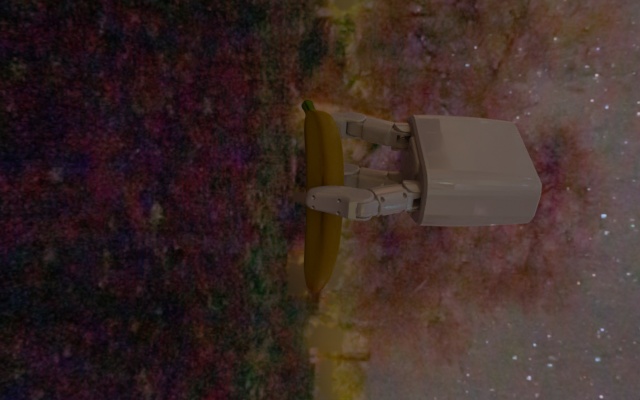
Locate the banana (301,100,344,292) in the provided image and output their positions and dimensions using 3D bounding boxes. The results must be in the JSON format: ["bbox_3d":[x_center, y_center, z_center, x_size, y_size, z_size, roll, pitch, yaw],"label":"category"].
[{"bbox_3d":[0.002,0.000,0.464,0.037,0.198,0.069,-1,6,-6],"label":"banana"}]
